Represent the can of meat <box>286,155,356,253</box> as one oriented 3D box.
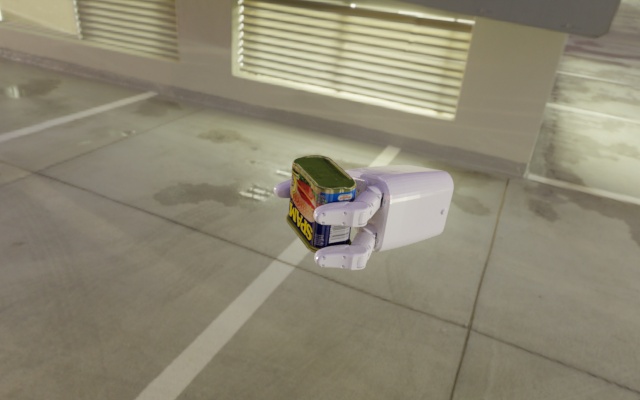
[{"bbox_3d":[0.000,0.002,0.575,0.057,0.084,0.102,-7,30,-25],"label":"can of meat"}]
